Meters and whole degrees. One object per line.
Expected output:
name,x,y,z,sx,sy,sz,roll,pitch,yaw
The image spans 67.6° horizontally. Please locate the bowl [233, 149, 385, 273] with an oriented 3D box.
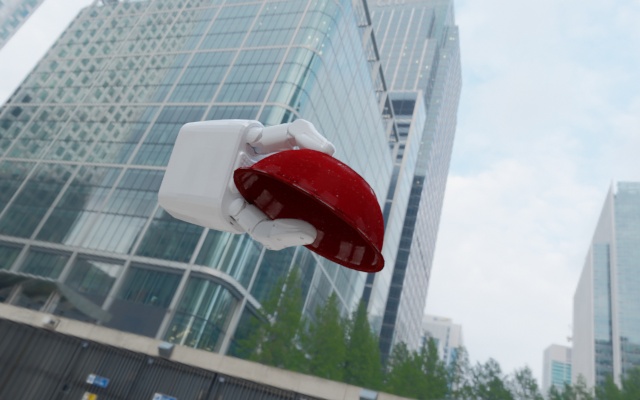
bowl,0.001,0.002,0.446,0.162,0.055,0.162,30,-18,11
